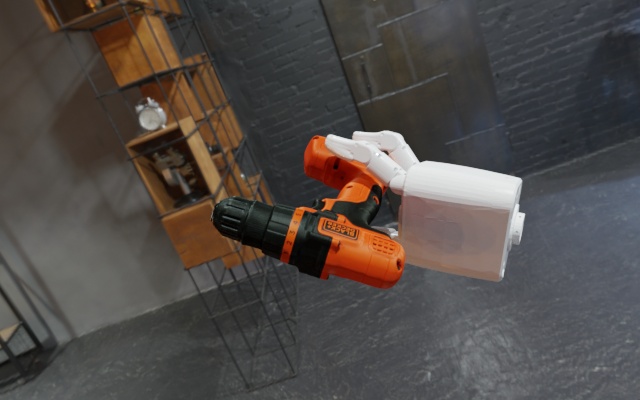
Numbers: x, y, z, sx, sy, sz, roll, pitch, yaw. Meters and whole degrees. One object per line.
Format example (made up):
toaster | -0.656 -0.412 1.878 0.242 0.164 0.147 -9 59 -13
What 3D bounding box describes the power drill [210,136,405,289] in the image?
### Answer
power drill | 0.000 0.001 0.501 0.184 0.057 0.187 19 36 0
